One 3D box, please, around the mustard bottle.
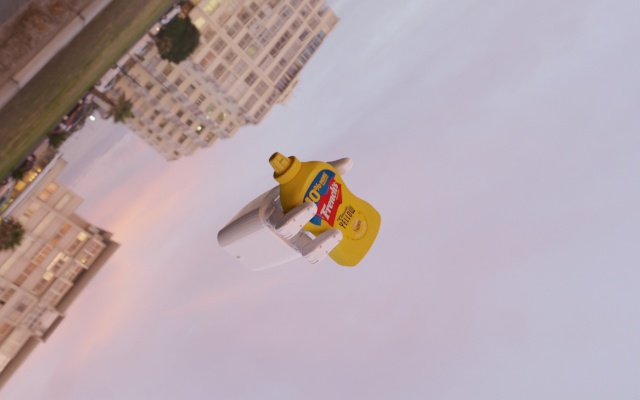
[{"bbox_3d":[0.001,0.002,0.659,0.192,0.096,0.058,44,-24,-26],"label":"mustard bottle"}]
